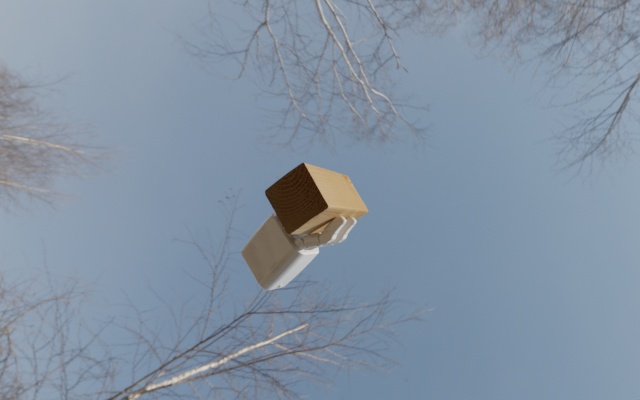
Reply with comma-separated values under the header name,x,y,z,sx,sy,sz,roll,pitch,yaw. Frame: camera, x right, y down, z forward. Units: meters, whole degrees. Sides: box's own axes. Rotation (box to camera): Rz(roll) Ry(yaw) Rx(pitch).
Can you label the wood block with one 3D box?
name,x,y,z,sx,sy,sz,roll,pitch,yaw
wood block,0.000,0.003,0.877,0.090,0.090,0.206,-35,-16,18
